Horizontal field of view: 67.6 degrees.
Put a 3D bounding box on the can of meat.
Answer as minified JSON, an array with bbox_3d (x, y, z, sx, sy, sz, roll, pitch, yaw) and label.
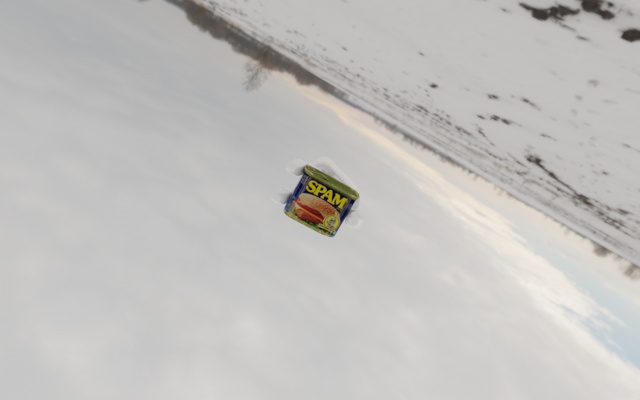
[{"bbox_3d":[0.000,0.003,0.792,0.102,0.084,0.057,29,13,-6],"label":"can of meat"}]
